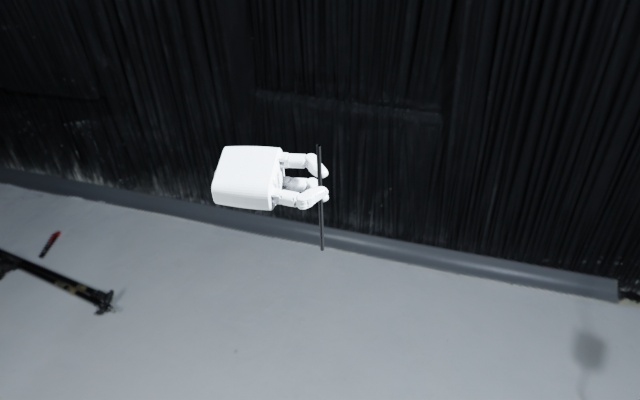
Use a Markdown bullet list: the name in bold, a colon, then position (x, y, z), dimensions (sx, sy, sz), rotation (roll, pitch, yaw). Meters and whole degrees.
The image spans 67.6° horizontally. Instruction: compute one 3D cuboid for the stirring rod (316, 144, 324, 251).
- **stirring rod**: position (0.000, 0.003, 0.856), dimensions (0.011, 0.240, 0.011), rotation (-1, 40, 1)
